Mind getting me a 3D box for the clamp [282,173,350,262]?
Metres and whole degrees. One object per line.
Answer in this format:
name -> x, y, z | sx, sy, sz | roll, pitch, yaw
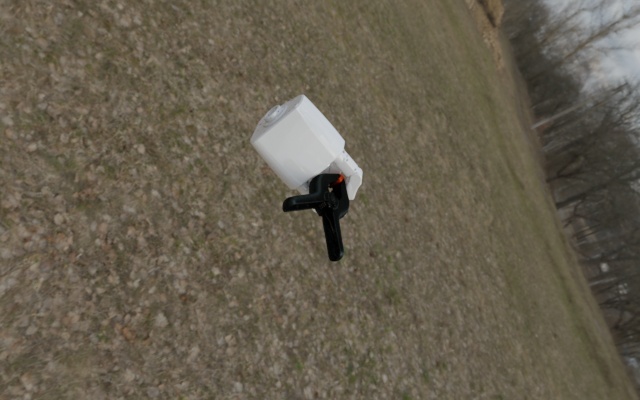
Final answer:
clamp -> 0.001, 0.002, 0.741 | 0.039, 0.120, 0.171 | -29, 28, 27
